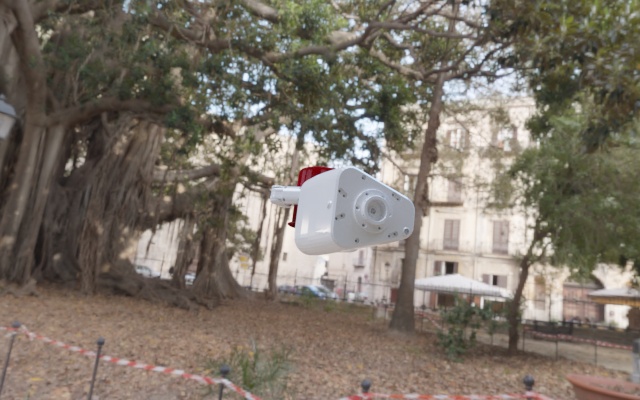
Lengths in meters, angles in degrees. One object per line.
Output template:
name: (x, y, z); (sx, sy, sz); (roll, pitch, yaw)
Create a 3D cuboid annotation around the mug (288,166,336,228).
mug: (0.000, 0.002, 0.683); (0.093, 0.081, 0.117); (12, -12, -23)
